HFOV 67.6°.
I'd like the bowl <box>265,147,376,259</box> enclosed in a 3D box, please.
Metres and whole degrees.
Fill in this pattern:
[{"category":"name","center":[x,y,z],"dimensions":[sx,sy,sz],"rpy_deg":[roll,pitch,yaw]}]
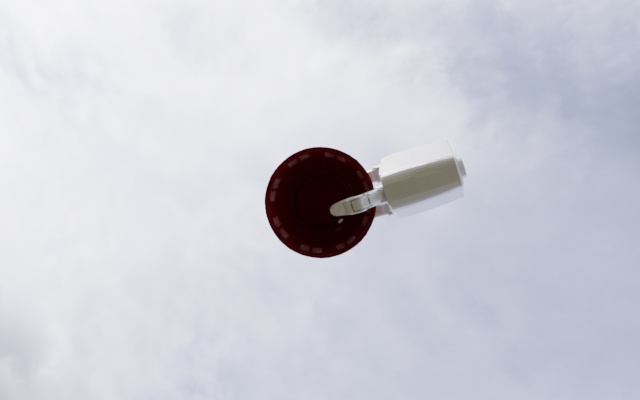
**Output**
[{"category":"bowl","center":[-0.001,0.002,0.713],"dimensions":[0.162,0.162,0.055],"rpy_deg":[0,3,0]}]
